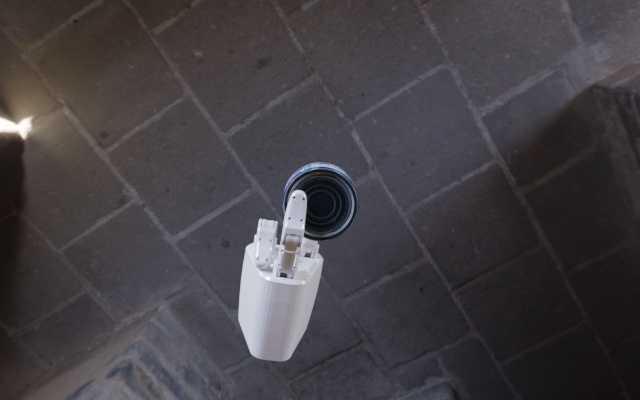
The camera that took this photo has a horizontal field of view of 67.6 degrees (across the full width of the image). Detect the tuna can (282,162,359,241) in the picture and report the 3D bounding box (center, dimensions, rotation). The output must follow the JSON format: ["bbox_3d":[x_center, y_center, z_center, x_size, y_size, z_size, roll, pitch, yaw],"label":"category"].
[{"bbox_3d":[0.000,0.002,0.536,0.086,0.086,0.033,0,12,-1],"label":"tuna can"}]
